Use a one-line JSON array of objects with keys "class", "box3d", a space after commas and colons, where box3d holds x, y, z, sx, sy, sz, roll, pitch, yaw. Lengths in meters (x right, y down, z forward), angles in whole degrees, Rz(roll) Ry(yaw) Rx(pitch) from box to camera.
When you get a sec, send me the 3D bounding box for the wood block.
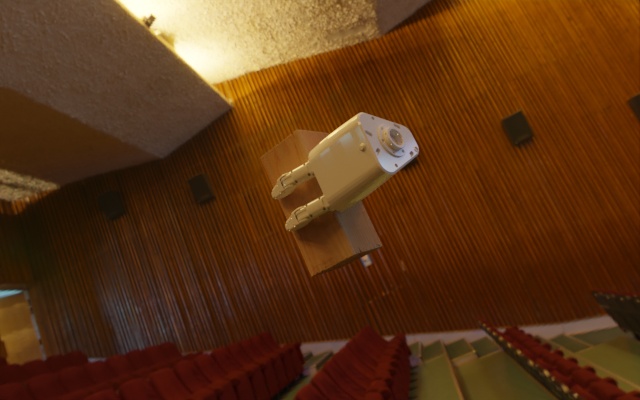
[{"class": "wood block", "box3d": [0.001, 0.002, 0.750, 0.090, 0.206, 0.091, -32, -15, 32]}]
